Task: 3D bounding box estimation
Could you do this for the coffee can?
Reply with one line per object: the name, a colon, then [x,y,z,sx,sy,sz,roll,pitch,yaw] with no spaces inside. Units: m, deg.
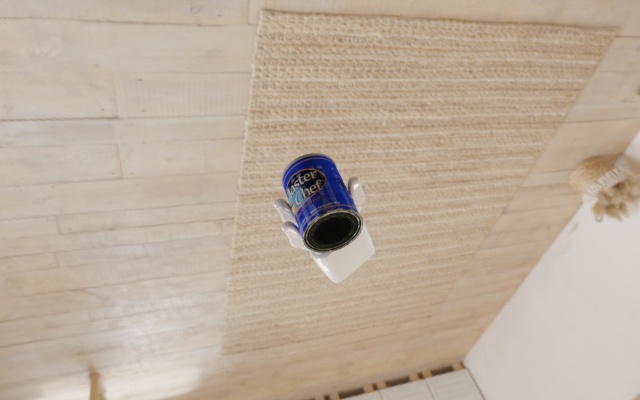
coffee can: [0.000,0.002,0.806,0.103,0.103,0.140,0,44,-24]
